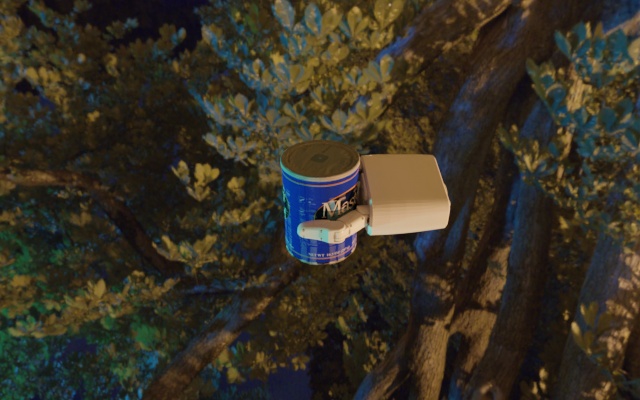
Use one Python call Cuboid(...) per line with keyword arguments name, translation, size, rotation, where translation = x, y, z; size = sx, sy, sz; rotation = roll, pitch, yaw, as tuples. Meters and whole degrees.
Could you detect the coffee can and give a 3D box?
Cuboid(name="coffee can", translation=(0.000, 0.002, 0.653), size=(0.103, 0.140, 0.102), rotation=(0, 34, 0))
